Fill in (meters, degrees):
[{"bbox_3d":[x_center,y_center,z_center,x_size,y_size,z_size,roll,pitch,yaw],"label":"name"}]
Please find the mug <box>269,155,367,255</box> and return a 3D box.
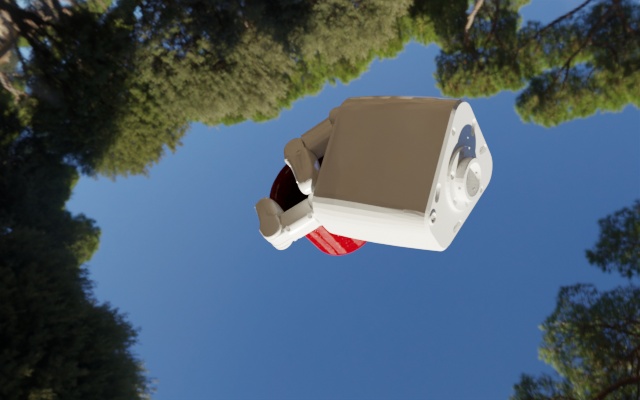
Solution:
[{"bbox_3d":[-0.001,0.002,0.495,0.117,0.093,0.081,10,-26,43],"label":"mug"}]
